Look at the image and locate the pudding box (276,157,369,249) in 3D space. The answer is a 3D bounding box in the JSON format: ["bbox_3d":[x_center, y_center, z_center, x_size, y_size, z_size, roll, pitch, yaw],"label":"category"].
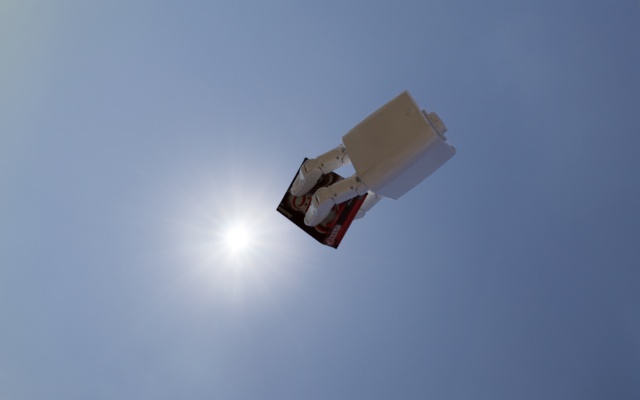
[{"bbox_3d":[0.000,0.002,0.663,0.039,0.090,0.113,27,3,-45],"label":"pudding box"}]
